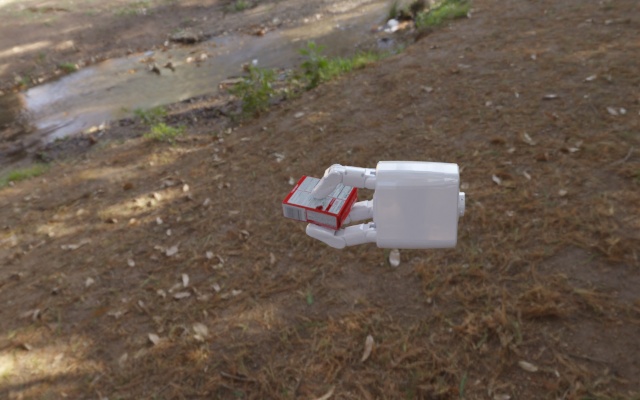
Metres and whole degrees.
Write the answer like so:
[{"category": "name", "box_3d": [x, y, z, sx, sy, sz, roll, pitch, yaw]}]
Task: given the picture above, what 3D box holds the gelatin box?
[{"category": "gelatin box", "box_3d": [0.000, 0.002, 0.687, 0.089, 0.030, 0.073, 13, 40, 19]}]
